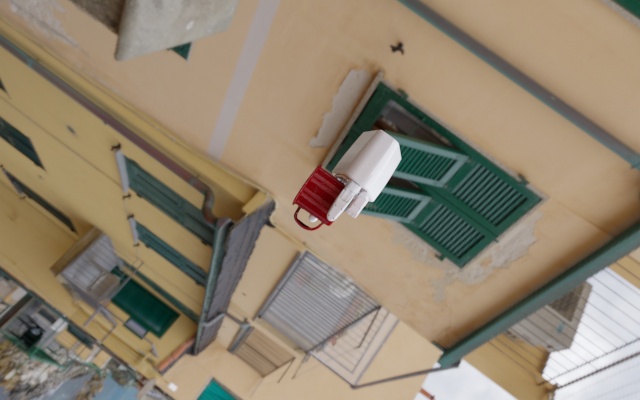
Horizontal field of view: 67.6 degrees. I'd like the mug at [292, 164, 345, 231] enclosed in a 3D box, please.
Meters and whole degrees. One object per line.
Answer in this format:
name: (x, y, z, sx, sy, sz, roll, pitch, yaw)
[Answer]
mug: (-0.001, 0.004, 0.881, 0.081, 0.117, 0.093, 36, -4, 3)
